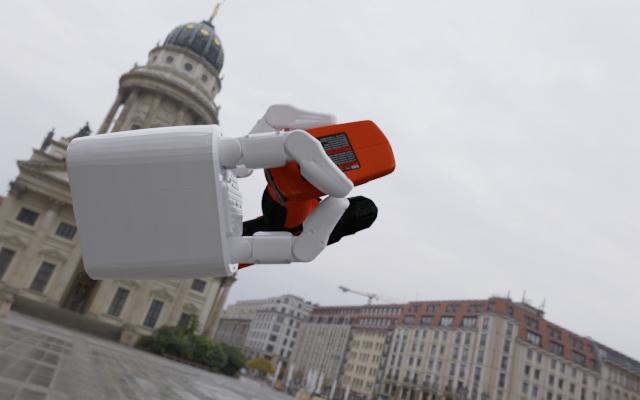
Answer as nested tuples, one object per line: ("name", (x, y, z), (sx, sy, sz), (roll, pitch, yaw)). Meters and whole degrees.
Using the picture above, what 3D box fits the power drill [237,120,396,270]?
("power drill", (0.000, 0.001, 0.456), (0.184, 0.057, 0.188), (-16, -22, -24))
